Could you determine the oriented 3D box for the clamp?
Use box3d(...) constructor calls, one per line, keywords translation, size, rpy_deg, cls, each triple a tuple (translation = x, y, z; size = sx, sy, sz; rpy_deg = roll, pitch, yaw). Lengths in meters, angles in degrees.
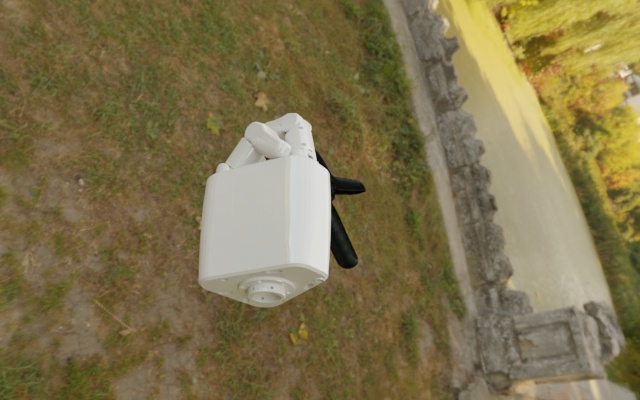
box3d(translation=(0.000, 0.001, 0.537), size=(0.039, 0.120, 0.171), rpy_deg=(-23, -36, 32), cls="clamp")
